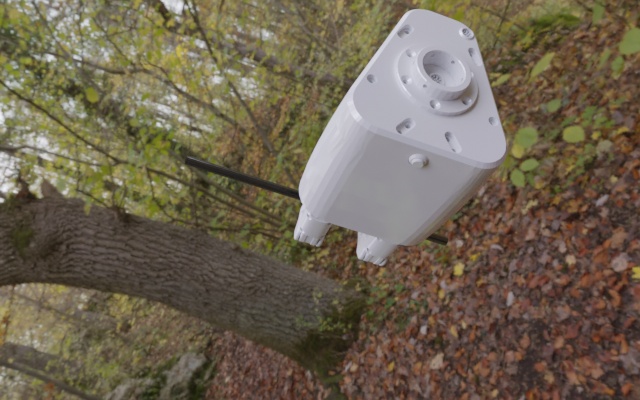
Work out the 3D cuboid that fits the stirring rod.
[{"bbox_3d":[0.000,0.001,0.419,0.239,0.011,0.011,17,-2,-7],"label":"stirring rod"}]
